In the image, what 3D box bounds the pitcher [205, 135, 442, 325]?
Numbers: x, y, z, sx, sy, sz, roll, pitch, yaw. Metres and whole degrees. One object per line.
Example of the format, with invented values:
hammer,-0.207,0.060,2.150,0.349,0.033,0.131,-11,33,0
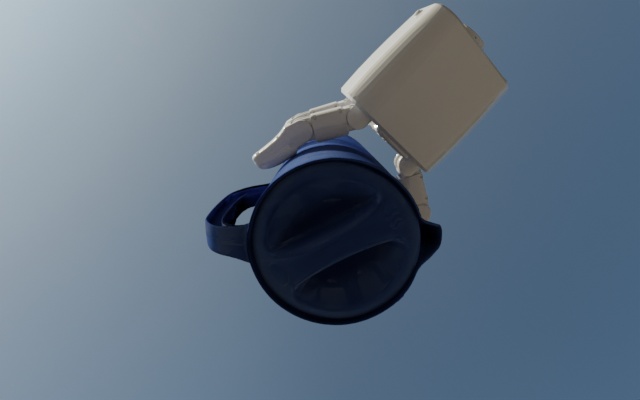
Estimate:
pitcher,0.000,0.001,0.462,0.149,0.145,0.242,42,11,-11
